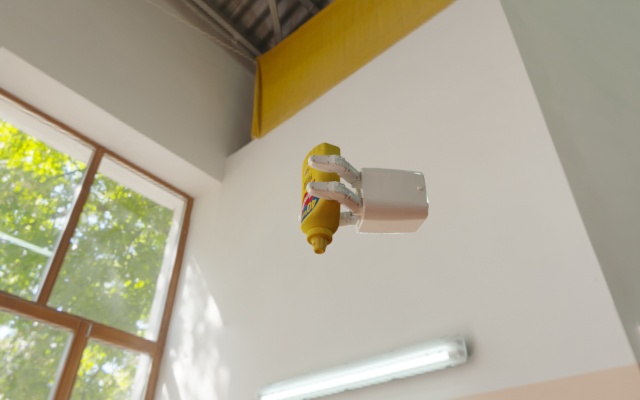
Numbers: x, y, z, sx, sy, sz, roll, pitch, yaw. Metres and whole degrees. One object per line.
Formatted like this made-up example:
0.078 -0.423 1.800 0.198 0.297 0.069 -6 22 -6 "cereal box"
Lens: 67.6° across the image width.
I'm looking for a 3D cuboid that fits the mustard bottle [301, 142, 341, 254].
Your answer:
0.000 0.002 0.790 0.058 0.191 0.096 17 -40 -21 "mustard bottle"
